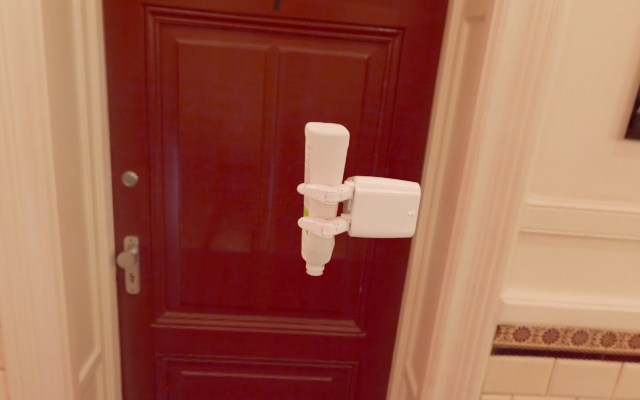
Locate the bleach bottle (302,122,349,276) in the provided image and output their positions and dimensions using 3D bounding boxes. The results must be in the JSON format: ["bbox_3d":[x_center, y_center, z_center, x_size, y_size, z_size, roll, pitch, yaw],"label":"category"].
[{"bbox_3d":[0.000,0.003,0.798,0.068,0.251,0.102,3,18,-7],"label":"bleach bottle"}]
